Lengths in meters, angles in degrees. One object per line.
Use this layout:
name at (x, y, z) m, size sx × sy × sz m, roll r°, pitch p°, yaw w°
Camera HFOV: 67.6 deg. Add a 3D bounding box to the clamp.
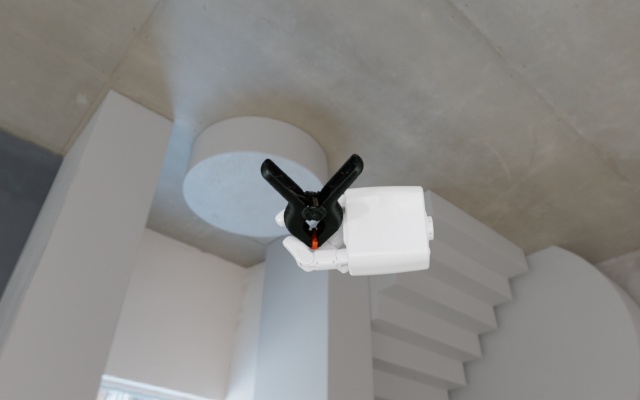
clamp at (0.000, 0.003, 0.611) m, size 0.120 × 0.039 × 0.172 m, roll -4°, pitch -37°, yaw 8°
